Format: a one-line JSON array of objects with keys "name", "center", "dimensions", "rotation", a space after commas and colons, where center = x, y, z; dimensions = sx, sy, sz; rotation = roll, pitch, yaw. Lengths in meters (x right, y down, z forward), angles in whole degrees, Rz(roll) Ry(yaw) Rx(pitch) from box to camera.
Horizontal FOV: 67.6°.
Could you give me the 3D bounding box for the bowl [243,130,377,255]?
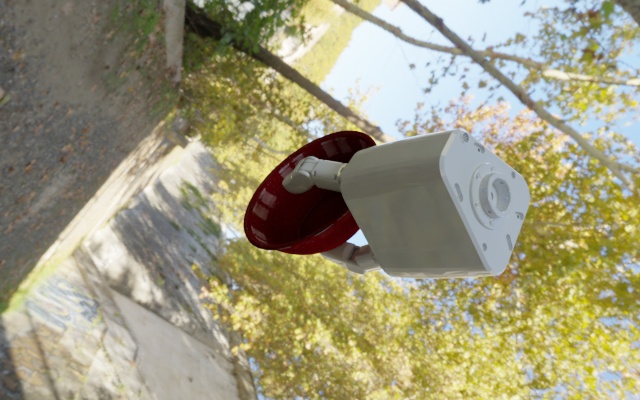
[{"name": "bowl", "center": [0.000, 0.002, 0.496], "dimensions": [0.162, 0.162, 0.055], "rotation": [0, -41, 44]}]
